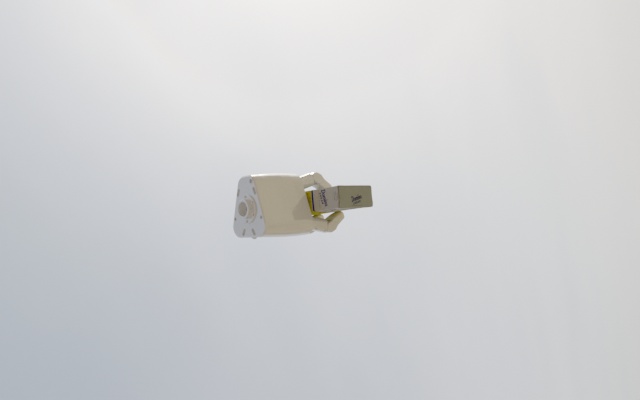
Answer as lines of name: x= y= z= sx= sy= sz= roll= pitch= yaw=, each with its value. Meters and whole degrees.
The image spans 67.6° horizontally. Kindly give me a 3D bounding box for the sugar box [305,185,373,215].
sugar box: x=0.000 y=0.003 z=0.885 sx=0.176 sy=0.048 sz=0.093 roll=-6 pitch=-3 yaw=45
